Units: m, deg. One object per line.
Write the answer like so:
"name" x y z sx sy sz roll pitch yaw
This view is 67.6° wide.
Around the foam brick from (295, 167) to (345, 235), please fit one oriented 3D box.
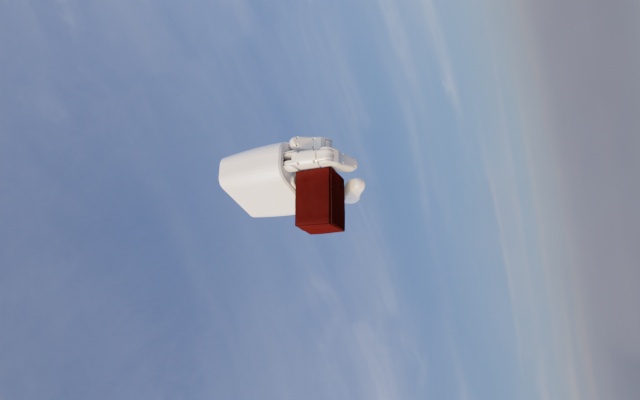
"foam brick" 0.000 0.002 0.634 0.051 0.078 0.053 -7 -20 21
